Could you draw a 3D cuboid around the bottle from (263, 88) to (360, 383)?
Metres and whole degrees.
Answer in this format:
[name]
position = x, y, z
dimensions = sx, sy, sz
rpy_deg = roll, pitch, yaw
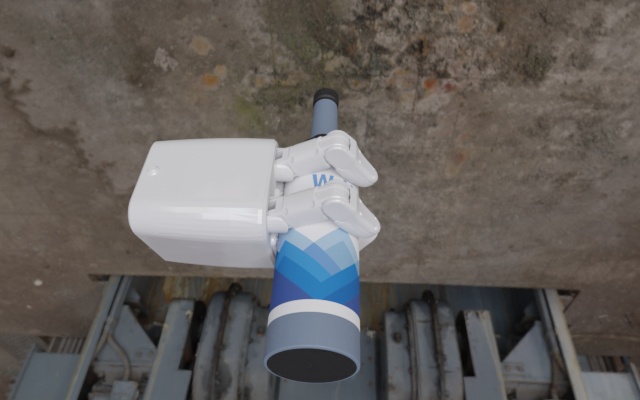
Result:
[bottle]
position = 0.000, 0.002, 0.421
dimensions = 0.069, 0.295, 0.069
rpy_deg = 2, -40, 2
